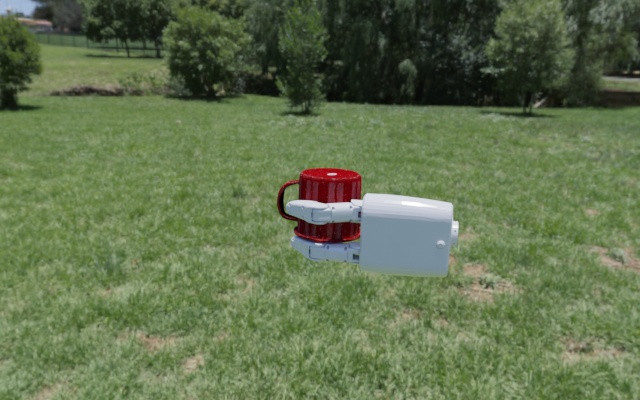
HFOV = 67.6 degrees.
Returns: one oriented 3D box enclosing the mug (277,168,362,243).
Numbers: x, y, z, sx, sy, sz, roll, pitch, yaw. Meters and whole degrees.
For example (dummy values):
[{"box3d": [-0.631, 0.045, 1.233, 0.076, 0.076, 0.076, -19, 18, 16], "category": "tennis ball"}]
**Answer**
[{"box3d": [-0.001, 0.002, 0.631, 0.117, 0.081, 0.093, 5, 14, 11], "category": "mug"}]
